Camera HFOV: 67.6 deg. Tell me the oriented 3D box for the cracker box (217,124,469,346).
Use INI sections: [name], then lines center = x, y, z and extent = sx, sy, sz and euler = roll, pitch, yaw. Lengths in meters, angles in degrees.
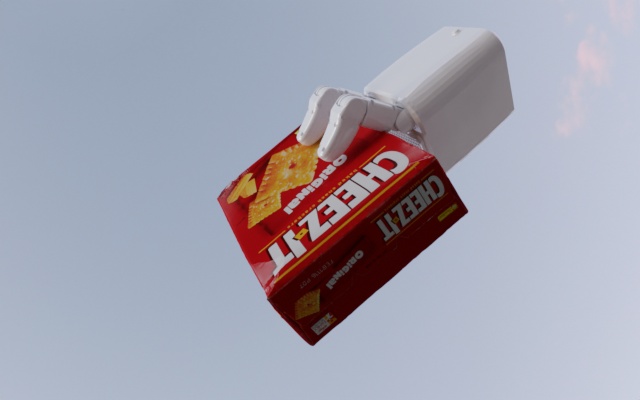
[cracker box]
center = 0.000, 0.002, 0.444
extent = 0.164, 0.072, 0.213
euler = -41, 30, -3
